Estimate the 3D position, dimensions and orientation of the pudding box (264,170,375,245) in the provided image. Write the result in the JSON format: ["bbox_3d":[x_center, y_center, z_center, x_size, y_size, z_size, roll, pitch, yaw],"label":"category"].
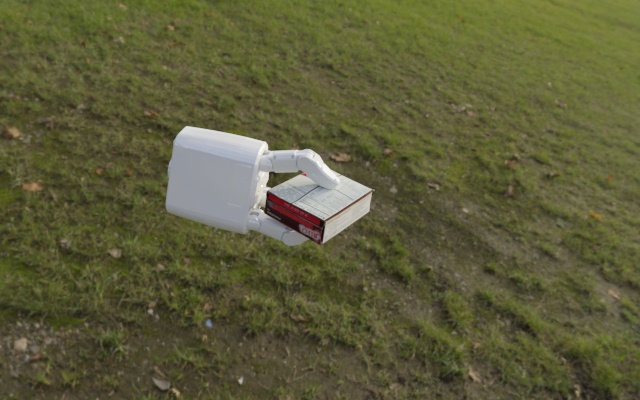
[{"bbox_3d":[0.000,0.002,0.592,0.090,0.039,0.113,28,37,27],"label":"pudding box"}]
